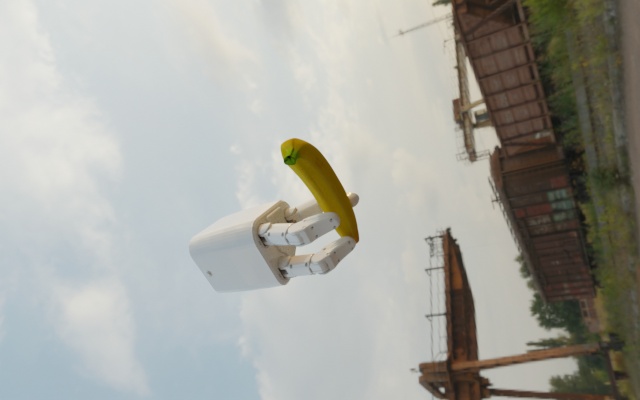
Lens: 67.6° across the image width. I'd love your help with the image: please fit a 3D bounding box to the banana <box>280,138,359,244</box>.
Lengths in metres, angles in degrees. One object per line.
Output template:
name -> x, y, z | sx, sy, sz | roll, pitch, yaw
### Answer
banana -> -0.001, -0.016, 0.562 | 0.037, 0.069, 0.198 | -14, -35, 21
